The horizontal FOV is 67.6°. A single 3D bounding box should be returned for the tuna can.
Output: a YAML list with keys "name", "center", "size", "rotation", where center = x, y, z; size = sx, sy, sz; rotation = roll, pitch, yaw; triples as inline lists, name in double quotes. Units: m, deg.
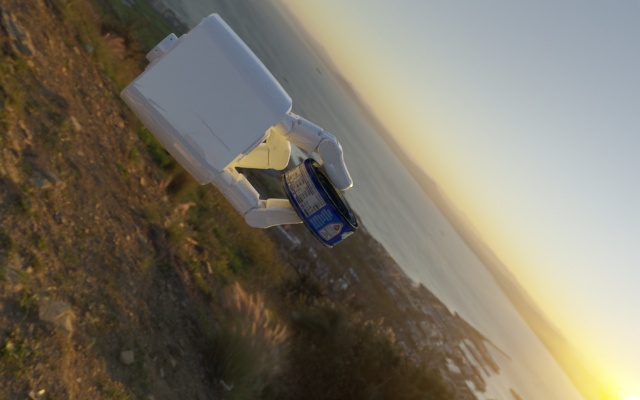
- name: "tuna can"
  center: [0.001, 0.001, 0.462]
  size: [0.034, 0.086, 0.086]
  rotation: [-34, -7, 10]
